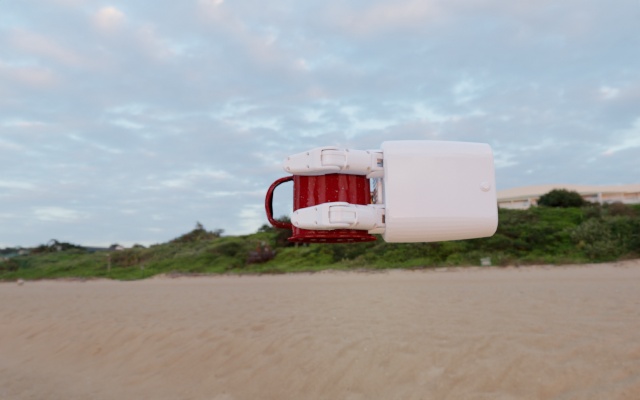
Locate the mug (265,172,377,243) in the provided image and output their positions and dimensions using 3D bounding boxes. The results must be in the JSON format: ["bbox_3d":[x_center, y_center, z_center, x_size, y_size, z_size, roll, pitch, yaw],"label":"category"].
[{"bbox_3d":[-0.001,0.001,0.502,0.117,0.081,0.093,0,-9,0],"label":"mug"}]
